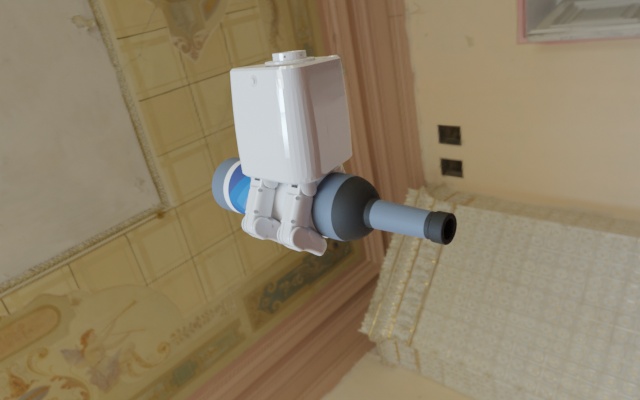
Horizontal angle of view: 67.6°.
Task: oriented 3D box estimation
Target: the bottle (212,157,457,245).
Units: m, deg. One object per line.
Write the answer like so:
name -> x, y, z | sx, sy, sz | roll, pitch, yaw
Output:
bottle -> 0.000, 0.002, 0.496 | 0.295, 0.069, 0.069 | 12, 8, 42
